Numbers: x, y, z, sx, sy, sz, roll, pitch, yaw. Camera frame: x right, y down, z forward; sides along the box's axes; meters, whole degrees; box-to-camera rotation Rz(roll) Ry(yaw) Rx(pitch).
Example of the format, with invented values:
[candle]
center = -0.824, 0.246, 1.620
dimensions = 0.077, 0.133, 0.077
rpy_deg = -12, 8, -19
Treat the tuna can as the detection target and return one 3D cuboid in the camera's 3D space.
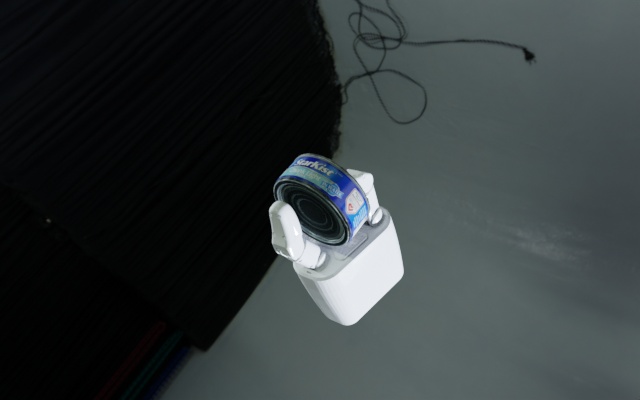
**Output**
[tuna can]
center = 0.000, 0.002, 0.430
dimensions = 0.086, 0.086, 0.033
rpy_deg = 0, 42, 51
